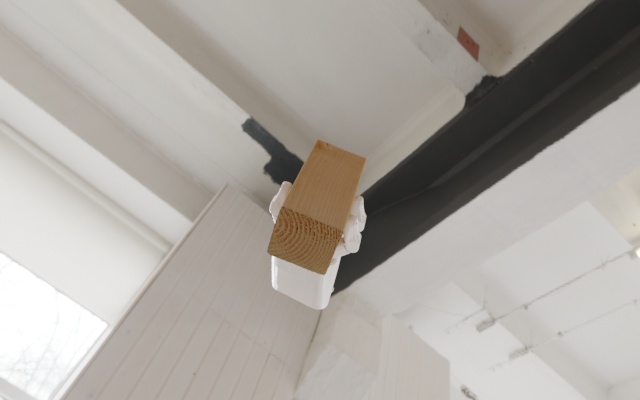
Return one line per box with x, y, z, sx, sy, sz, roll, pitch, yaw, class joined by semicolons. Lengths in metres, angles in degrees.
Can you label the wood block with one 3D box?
0.000;0.003;0.727;0.091;0.090;0.206;21;35;1;wood block
